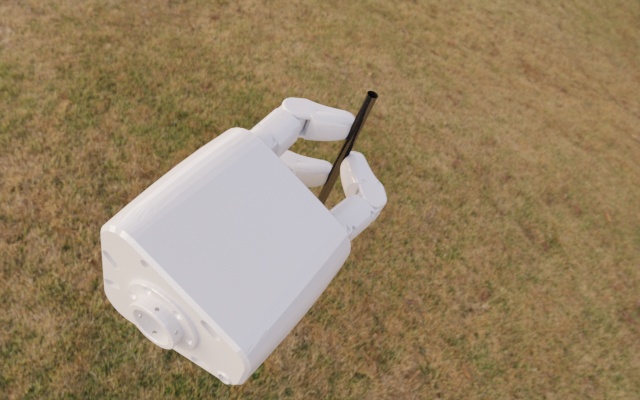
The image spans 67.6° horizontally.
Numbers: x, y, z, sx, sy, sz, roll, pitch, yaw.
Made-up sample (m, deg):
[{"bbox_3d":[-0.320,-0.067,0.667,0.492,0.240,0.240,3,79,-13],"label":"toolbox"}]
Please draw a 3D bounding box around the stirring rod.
[{"bbox_3d":[0.000,0.001,0.415,0.011,0.011,0.240,0,-38,-22],"label":"stirring rod"}]
